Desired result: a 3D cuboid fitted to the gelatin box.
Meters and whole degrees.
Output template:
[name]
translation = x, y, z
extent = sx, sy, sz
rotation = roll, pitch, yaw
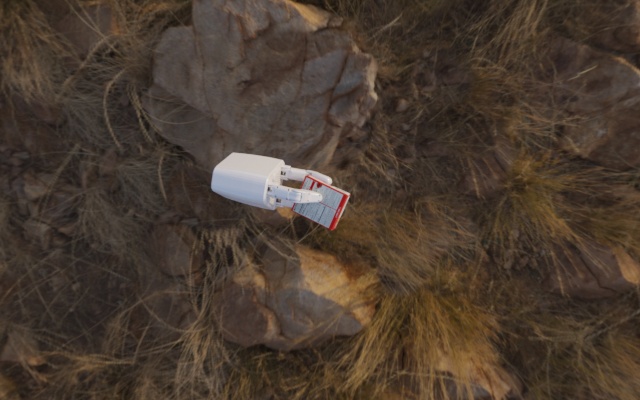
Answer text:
[gelatin box]
translation = 0.000, 0.003, 0.883
extent = 0.089, 0.073, 0.030
rotation = 26, 11, 11
